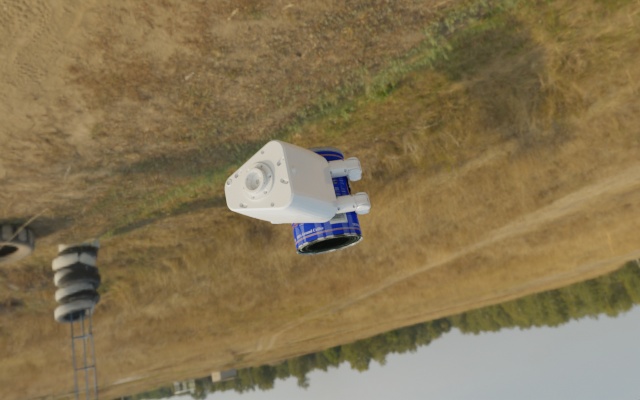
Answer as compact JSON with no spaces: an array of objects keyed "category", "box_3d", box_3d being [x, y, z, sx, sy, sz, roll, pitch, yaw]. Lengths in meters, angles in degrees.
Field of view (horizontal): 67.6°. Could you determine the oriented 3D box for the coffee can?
[{"category":"coffee can","box_3d":[0.000,0.002,0.734,0.103,0.140,0.103,-11,-17,-3]}]
